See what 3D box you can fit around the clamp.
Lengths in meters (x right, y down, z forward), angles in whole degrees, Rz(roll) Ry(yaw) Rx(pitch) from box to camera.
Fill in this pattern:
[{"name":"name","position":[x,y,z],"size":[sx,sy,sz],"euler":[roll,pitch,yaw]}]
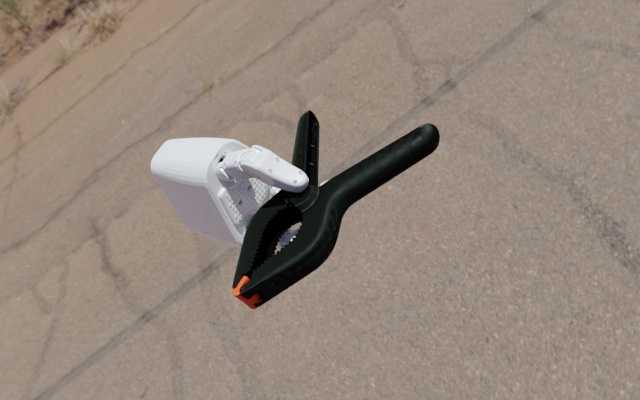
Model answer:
[{"name":"clamp","position":[-0.001,0.001,0.415],"size":[0.164,0.210,0.036],"euler":[8,-31,42]}]
